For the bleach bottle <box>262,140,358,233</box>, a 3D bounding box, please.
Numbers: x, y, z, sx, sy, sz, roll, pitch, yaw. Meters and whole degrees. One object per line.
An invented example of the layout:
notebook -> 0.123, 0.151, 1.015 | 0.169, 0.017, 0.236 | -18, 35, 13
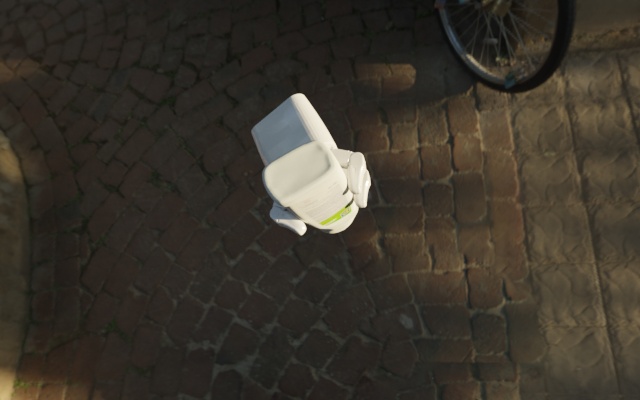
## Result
bleach bottle -> 0.000, 0.002, 0.728 | 0.102, 0.068, 0.251 | -30, -24, 1
